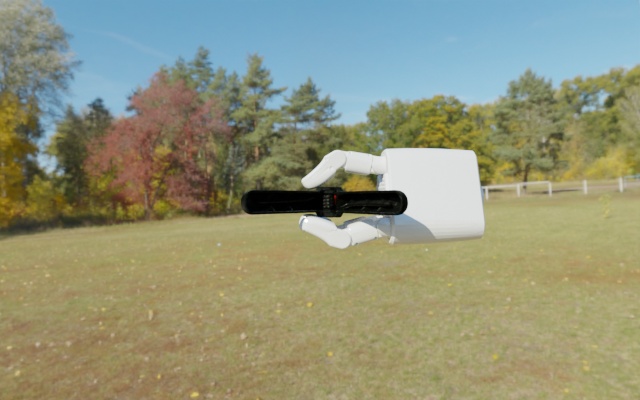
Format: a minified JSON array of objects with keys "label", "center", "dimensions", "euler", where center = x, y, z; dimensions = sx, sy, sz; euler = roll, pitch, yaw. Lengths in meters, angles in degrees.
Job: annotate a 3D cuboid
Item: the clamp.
[{"label":"clamp","center":[0.000,0.001,0.556],"dimensions":[0.164,0.036,0.210],"euler":[1,0,-2]}]
